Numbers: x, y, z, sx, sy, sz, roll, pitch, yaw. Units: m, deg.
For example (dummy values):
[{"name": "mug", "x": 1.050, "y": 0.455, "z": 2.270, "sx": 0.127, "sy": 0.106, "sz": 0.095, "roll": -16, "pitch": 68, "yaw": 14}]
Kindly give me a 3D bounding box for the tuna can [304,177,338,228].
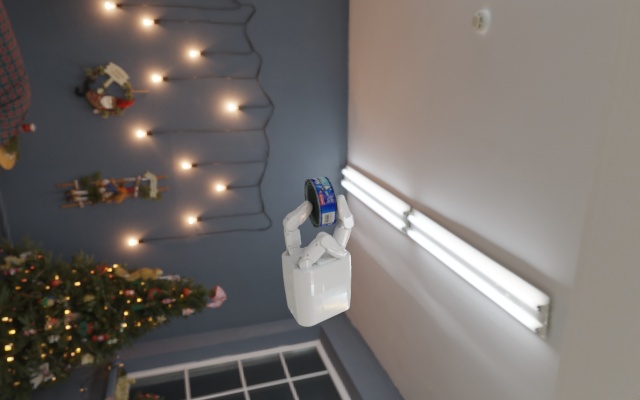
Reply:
[{"name": "tuna can", "x": 0.001, "y": 0.003, "z": 0.818, "sx": 0.034, "sy": 0.086, "sz": 0.086, "roll": -11, "pitch": 3, "yaw": -15}]
